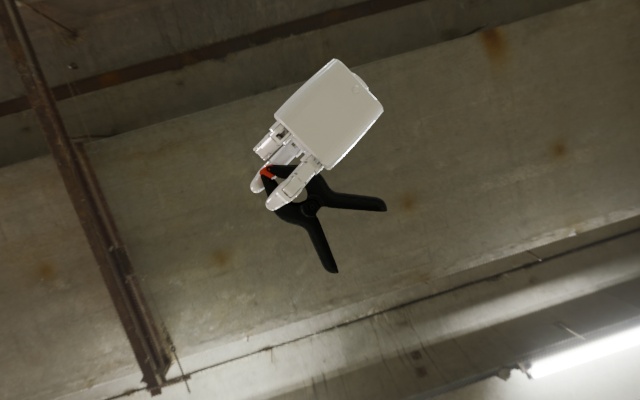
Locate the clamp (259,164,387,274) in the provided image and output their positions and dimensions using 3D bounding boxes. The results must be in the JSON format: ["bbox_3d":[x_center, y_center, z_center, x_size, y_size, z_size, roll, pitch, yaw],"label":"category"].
[{"bbox_3d":[0.000,0.002,0.632,0.171,0.120,0.039,45,0,-10],"label":"clamp"}]
